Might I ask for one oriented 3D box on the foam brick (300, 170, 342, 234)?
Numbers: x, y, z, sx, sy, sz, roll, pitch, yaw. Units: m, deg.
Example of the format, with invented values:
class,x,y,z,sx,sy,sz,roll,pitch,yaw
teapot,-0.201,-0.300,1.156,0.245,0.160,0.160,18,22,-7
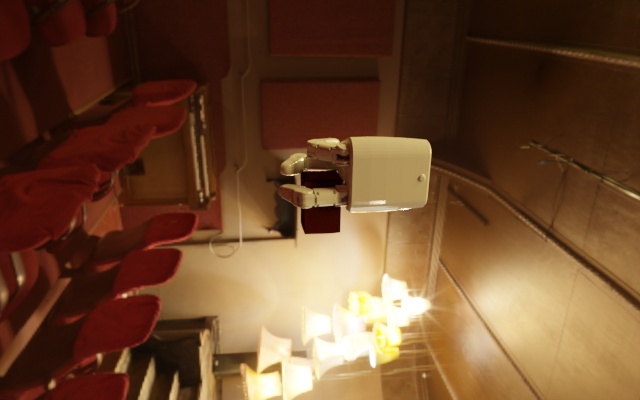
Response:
class,x,y,z,sx,sy,sz,roll,pitch,yaw
foam brick,0.000,0.002,0.660,0.051,0.078,0.053,-2,19,-8
